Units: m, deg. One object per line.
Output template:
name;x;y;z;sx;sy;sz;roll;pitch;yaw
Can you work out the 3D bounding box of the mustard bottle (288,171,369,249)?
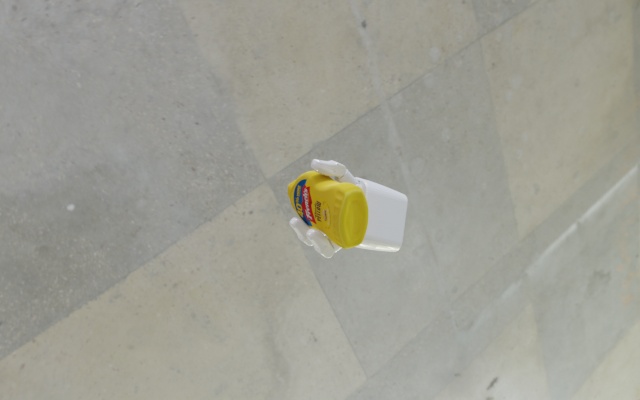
mustard bottle;0.000;0.003;0.780;0.058;0.096;0.191;-15;24;-29
